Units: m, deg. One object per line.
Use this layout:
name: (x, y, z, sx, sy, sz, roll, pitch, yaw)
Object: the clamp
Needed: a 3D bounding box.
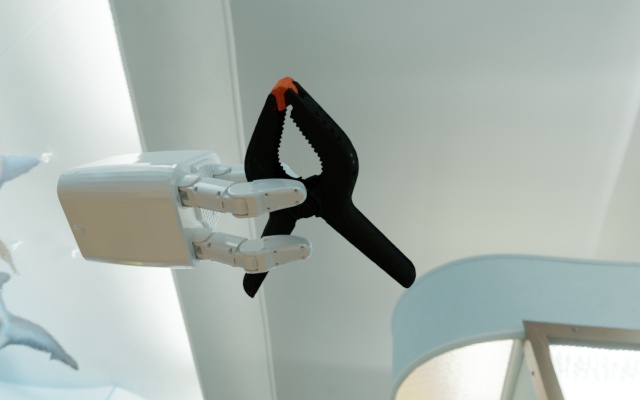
clamp: (0.000, 0.000, 0.408, 0.164, 0.210, 0.036, 0, 30, 7)
